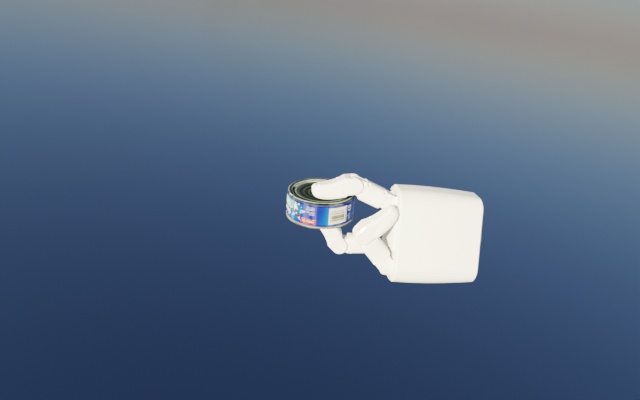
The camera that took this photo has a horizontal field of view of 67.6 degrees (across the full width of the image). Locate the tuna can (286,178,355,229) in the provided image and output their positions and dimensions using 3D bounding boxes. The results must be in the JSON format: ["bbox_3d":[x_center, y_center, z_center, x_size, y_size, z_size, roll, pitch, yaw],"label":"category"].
[{"bbox_3d":[0.000,0.001,0.597,0.086,0.034,0.086,3,24,-1],"label":"tuna can"}]
